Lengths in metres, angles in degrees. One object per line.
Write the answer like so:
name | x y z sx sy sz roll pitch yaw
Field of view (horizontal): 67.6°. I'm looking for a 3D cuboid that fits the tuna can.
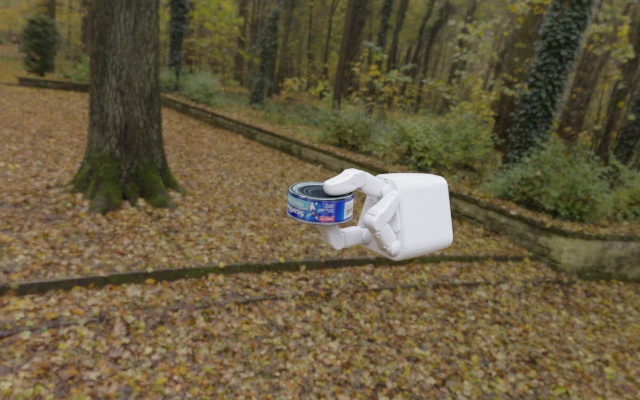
tuna can | 0.000 0.001 0.615 0.086 0.034 0.086 4 17 -1
